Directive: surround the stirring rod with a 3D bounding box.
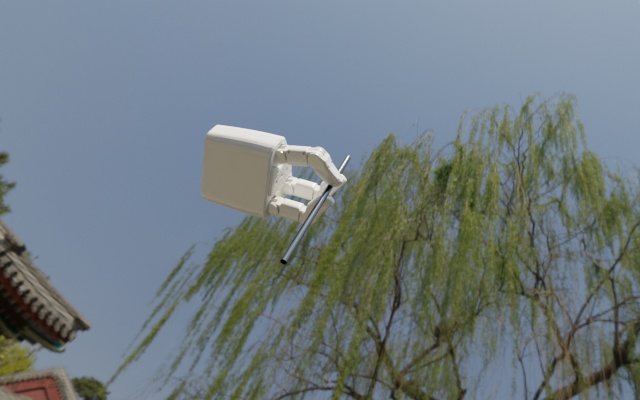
[{"bbox_3d":[0.000,0.002,0.620,0.011,0.011,0.239,0,33,24],"label":"stirring rod"}]
